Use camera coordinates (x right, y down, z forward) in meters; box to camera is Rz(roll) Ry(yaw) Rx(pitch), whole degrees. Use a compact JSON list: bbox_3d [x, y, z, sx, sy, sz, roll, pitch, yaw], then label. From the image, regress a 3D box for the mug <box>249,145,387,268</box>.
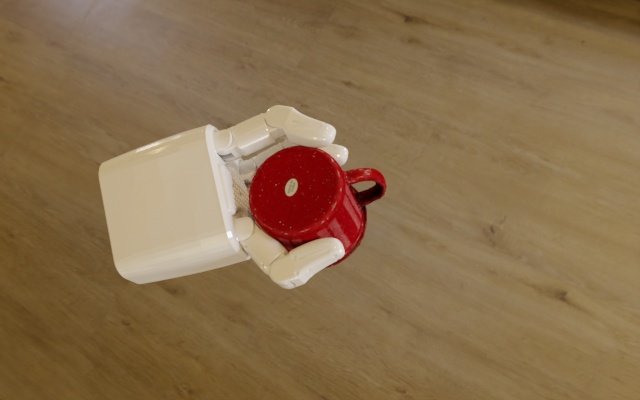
[{"bbox_3d":[0.001,0.001,0.412,0.117,0.093,0.081,-17,-24,8],"label":"mug"}]
